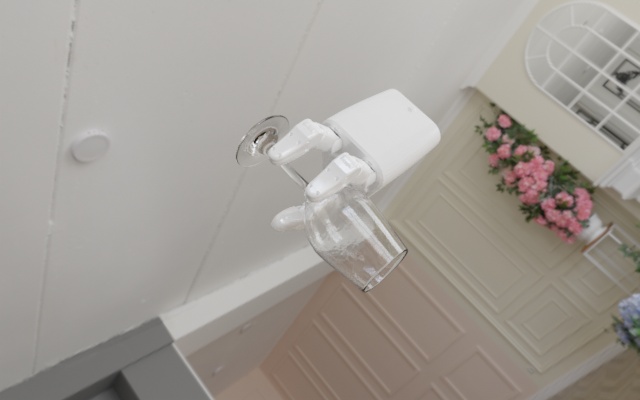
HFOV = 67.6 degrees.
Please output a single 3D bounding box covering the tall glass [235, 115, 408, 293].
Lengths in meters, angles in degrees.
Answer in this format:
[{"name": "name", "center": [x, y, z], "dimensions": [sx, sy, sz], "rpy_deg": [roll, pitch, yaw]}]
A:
[{"name": "tall glass", "center": [0.000, 0.001, 0.503], "dimensions": [0.201, 0.079, 0.079], "rpy_deg": [47, 19, 19]}]
